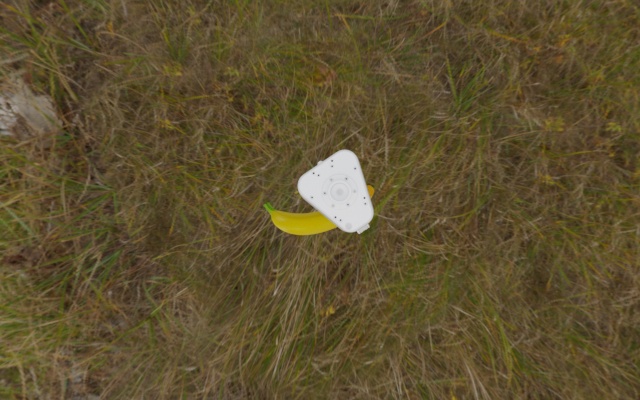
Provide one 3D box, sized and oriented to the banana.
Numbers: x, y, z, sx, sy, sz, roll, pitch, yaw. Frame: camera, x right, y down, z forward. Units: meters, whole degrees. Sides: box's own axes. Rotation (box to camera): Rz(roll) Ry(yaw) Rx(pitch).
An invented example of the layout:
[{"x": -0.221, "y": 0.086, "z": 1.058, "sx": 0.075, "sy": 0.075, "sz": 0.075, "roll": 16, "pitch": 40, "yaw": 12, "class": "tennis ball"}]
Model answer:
[{"x": 0.000, "y": 0.022, "z": 0.832, "sx": 0.198, "sy": 0.069, "sz": 0.037, "roll": -9, "pitch": -4, "yaw": 5, "class": "banana"}]
